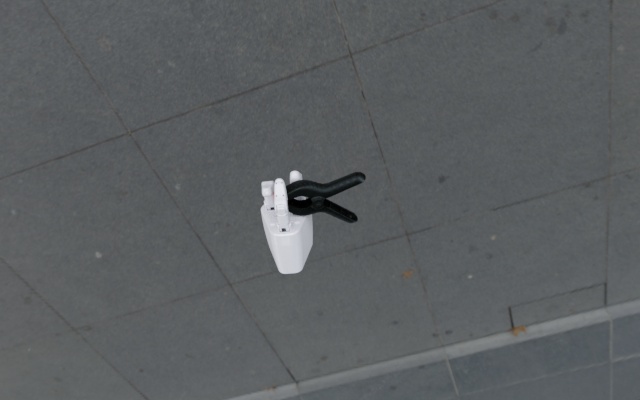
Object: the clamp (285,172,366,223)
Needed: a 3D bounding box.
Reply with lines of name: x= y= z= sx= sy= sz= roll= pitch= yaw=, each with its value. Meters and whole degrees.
clamp: x=0.000 y=0.003 z=0.897 sx=0.171 sy=0.120 sz=0.039 roll=-5 pitch=37 yaw=1
